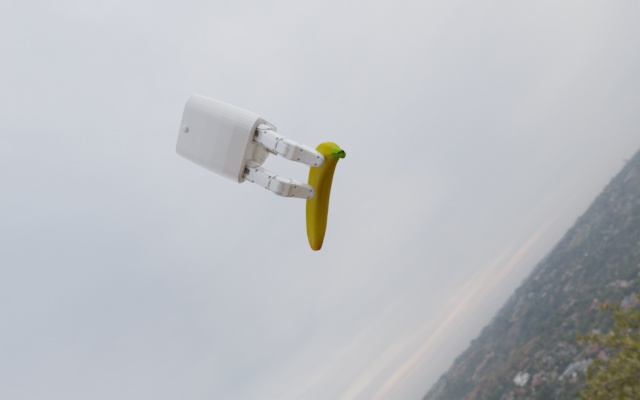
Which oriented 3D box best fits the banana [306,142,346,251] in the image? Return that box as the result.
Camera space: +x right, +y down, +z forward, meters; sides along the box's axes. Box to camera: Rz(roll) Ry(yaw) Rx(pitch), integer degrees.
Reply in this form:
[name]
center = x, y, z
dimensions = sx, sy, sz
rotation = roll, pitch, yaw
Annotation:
[banana]
center = 0.000, -0.013, 0.677
dimensions = 0.037, 0.069, 0.198
rotation = 4, -45, -7
